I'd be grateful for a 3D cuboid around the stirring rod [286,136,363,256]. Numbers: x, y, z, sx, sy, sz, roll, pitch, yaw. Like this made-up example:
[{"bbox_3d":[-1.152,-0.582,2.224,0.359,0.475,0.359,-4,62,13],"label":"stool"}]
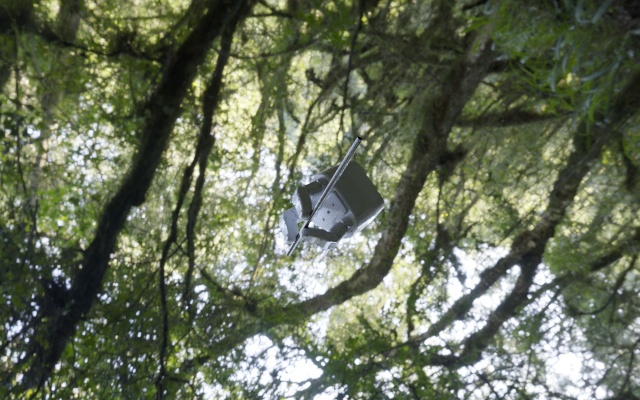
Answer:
[{"bbox_3d":[0.000,0.002,0.691,0.011,0.011,0.240,0,-44,-36],"label":"stirring rod"}]
